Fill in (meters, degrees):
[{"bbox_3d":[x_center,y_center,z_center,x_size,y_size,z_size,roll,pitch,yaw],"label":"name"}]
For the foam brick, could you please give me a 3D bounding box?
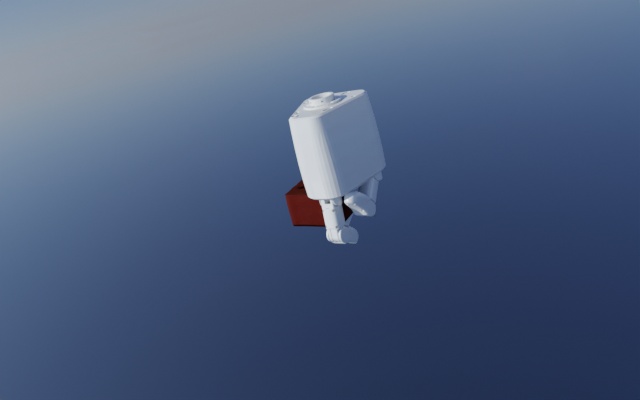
[{"bbox_3d":[0.000,0.002,0.659,0.078,0.051,0.053,-1,28,32],"label":"foam brick"}]
